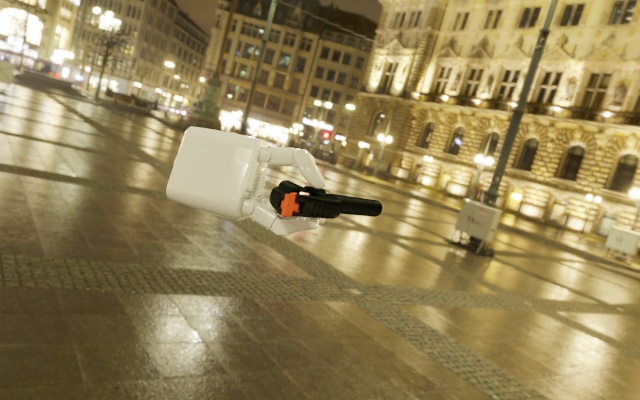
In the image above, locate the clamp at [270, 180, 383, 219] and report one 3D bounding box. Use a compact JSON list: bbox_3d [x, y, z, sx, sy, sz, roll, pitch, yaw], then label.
[{"bbox_3d":[0.000,0.001,0.642,0.164,0.036,0.210,11,6,8],"label":"clamp"}]
